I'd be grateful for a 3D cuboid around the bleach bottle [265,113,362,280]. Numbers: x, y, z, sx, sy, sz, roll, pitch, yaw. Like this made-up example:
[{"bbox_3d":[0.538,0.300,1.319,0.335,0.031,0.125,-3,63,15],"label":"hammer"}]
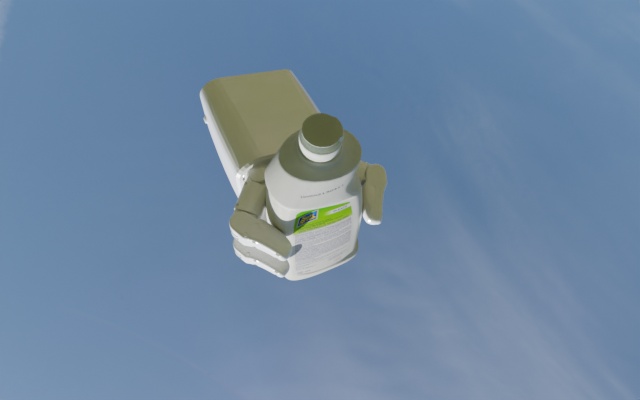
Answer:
[{"bbox_3d":[0.000,0.002,0.442,0.102,0.068,0.251,-22,-21,-14],"label":"bleach bottle"}]
